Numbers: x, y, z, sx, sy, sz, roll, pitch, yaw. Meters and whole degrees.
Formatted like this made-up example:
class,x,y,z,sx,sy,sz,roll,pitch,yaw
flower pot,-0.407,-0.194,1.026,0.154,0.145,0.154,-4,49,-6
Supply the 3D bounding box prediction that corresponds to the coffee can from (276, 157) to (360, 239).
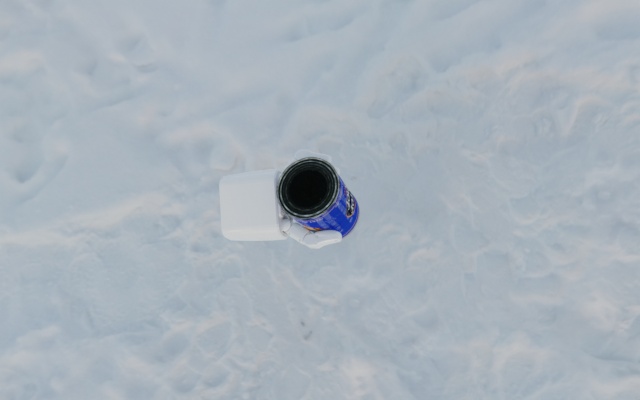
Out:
class,x,y,z,sx,sy,sz,roll,pitch,yaw
coffee can,0.000,0.003,0.788,0.103,0.102,0.140,0,-19,18
